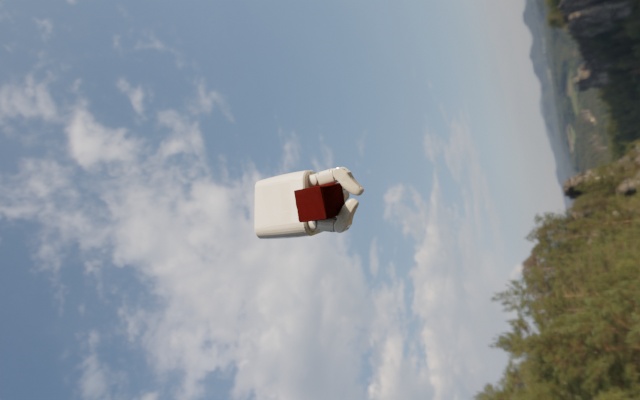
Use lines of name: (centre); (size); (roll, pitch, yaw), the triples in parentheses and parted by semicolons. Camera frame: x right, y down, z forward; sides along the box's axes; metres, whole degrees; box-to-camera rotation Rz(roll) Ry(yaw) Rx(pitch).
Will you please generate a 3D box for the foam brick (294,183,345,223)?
foam brick: (0.000, 0.002, 0.769); (0.051, 0.053, 0.078); (-7, 3, 27)
